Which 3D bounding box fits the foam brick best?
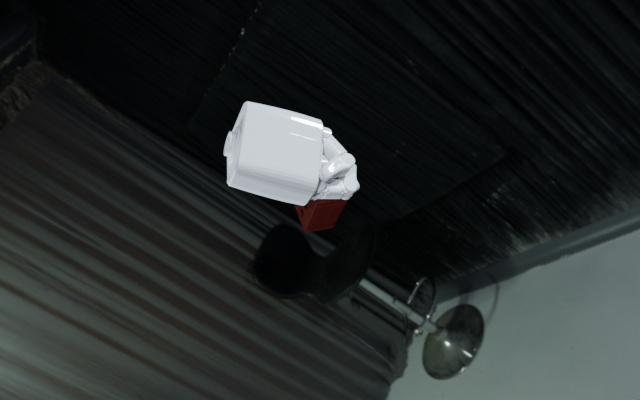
[{"bbox_3d":[0.000,0.003,0.695,0.051,0.053,0.078,-10,-31,-23],"label":"foam brick"}]
